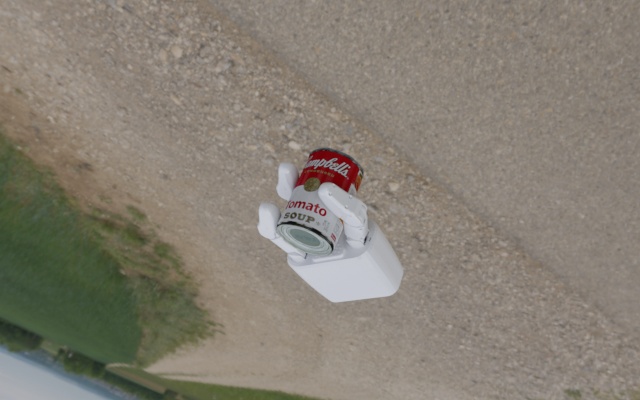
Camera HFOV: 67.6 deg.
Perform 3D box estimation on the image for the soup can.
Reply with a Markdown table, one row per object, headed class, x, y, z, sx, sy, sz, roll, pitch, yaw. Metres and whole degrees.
| class | x | y | z | sx | sy | sz | roll | pitch | yaw |
| --- | --- | --- | --- | --- | --- | --- | --- | --- | --- |
| soup can | 0.000 | 0.002 | 0.531 | 0.068 | 0.102 | 0.068 | 19 | -27 | 10 |
